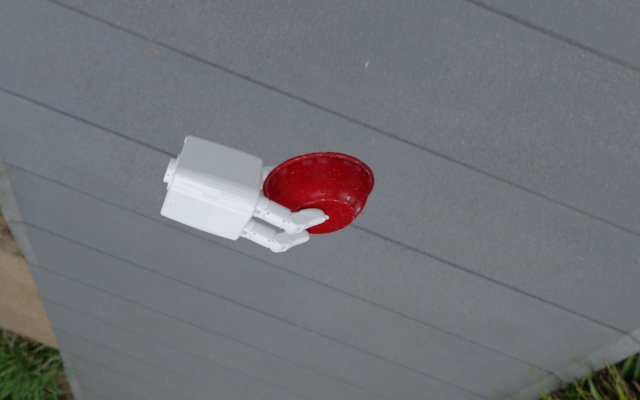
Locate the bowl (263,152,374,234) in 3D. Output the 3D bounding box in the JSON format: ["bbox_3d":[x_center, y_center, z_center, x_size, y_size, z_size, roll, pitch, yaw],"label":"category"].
[{"bbox_3d":[0.001,0.003,0.677,0.162,0.055,0.162,-5,-33,-3],"label":"bowl"}]
